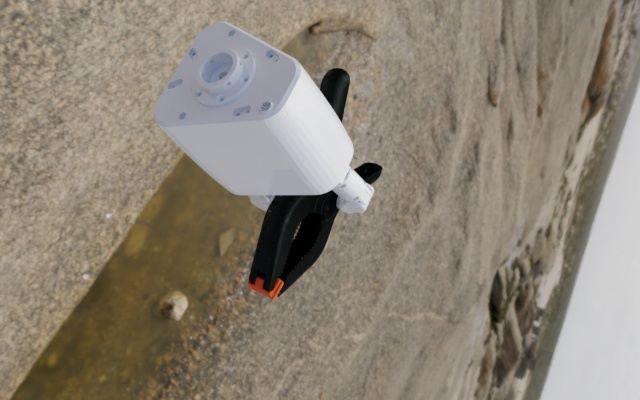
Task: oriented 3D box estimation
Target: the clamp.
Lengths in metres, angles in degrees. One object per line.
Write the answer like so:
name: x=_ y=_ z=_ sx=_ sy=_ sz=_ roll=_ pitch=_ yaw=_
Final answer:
clamp: x=0.000 y=0.002 z=0.471 sx=0.036 sy=0.210 sz=0.165 roll=18 pitch=-16 yaw=30
